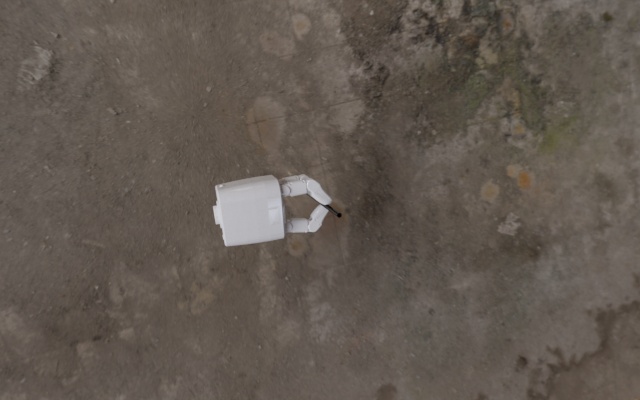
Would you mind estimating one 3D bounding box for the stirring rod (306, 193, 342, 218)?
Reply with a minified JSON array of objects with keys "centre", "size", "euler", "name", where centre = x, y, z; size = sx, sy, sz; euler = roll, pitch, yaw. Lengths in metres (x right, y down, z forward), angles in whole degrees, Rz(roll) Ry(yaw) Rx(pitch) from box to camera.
[{"centre":[0.000,0.003,0.877],"size":[0.011,0.011,0.239],"euler":[0,10,-15],"name":"stirring rod"}]
